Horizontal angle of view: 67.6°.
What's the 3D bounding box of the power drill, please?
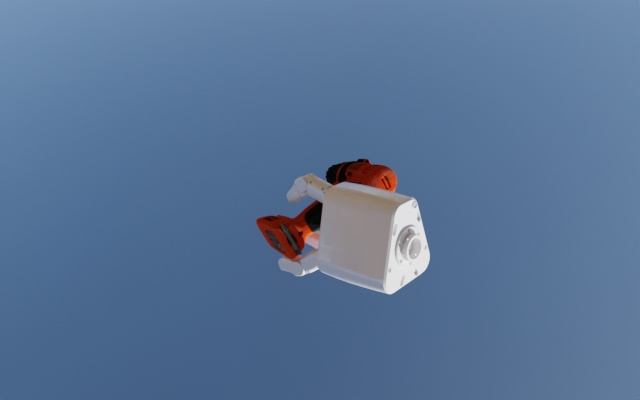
[{"bbox_3d":[0.000,0.003,0.703,0.187,0.057,0.184,-35,15,-15],"label":"power drill"}]
